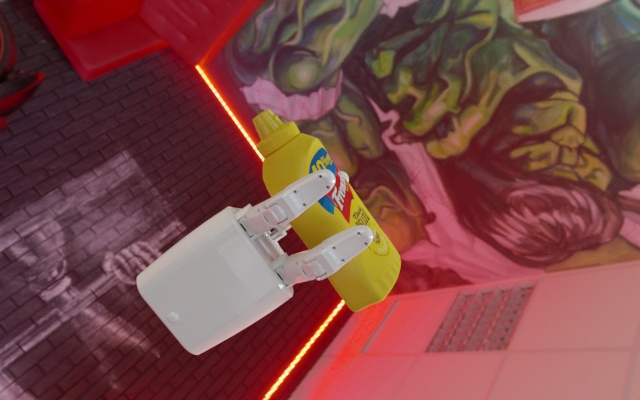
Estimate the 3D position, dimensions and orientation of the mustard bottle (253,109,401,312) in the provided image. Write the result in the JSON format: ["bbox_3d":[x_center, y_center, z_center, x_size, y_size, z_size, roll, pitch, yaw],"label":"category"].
[{"bbox_3d":[0.000,0.001,0.439,0.058,0.191,0.096,-30,12,27],"label":"mustard bottle"}]
